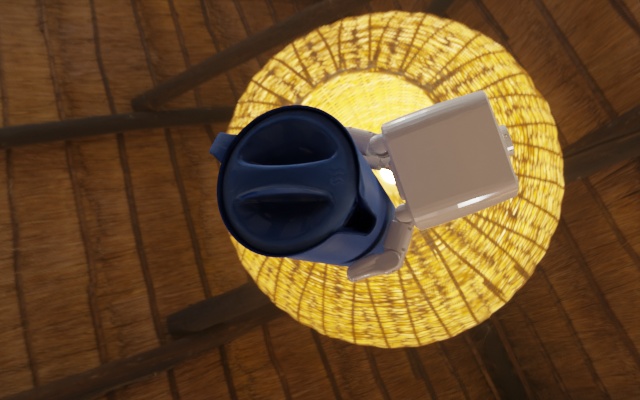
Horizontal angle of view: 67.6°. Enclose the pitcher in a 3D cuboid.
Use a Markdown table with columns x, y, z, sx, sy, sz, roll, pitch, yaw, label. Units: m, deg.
| x | y | z | sx | sy | sz | roll | pitch | yaw | label |
| --- | --- | --- | --- | --- | --- | --- | --- | --- | --- |
| 0.000 | 0.002 | 0.509 | 0.145 | 0.149 | 0.243 | -20 | -19 | 15 | pitcher |
